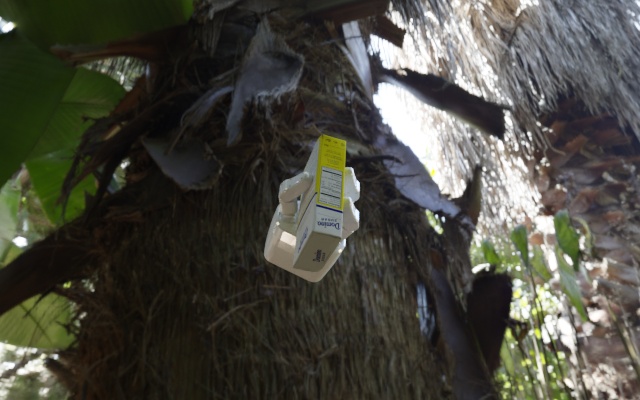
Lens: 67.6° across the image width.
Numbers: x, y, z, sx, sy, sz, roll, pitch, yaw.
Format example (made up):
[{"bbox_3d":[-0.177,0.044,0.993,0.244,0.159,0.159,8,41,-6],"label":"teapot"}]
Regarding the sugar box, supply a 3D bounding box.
[{"bbox_3d":[0.001,0.002,0.665,0.048,0.176,0.093,13,-40,-13],"label":"sugar box"}]
